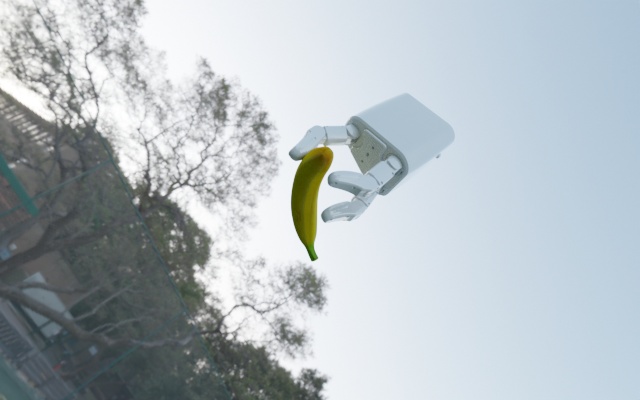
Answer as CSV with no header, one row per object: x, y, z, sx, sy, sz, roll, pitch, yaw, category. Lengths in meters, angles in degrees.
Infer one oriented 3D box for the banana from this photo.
-0.012,-0.006,0.636,0.037,0.198,0.069,-27,52,-29,banana
